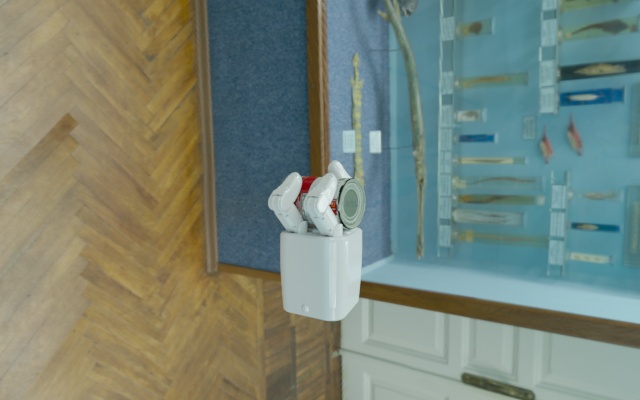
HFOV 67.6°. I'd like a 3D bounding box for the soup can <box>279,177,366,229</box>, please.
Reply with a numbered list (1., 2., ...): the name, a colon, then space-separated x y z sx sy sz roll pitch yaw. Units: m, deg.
1. soup can: 0.000 0.002 0.638 0.102 0.068 0.068 3 2 35
